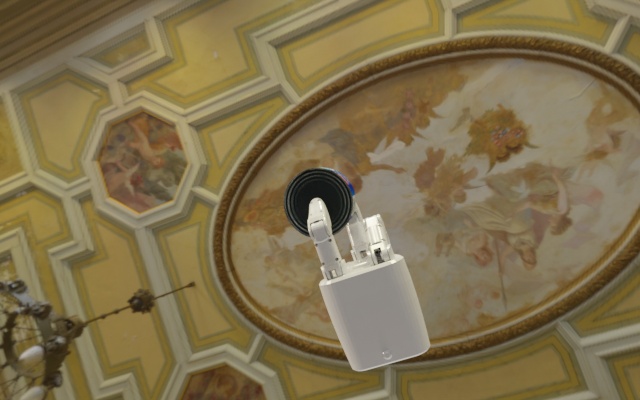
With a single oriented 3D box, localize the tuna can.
[{"bbox_3d":[0.000,0.002,0.588,0.086,0.086,0.034,0,6,12],"label":"tuna can"}]
